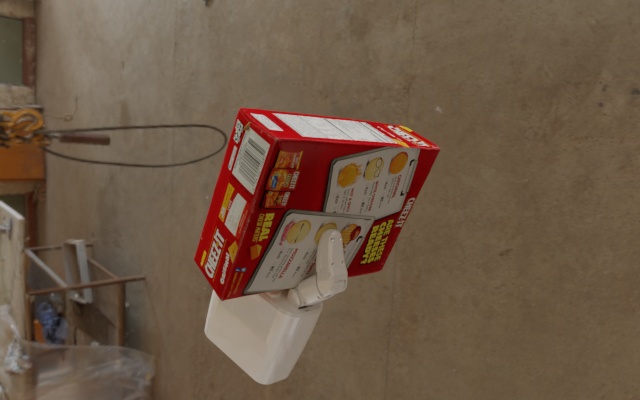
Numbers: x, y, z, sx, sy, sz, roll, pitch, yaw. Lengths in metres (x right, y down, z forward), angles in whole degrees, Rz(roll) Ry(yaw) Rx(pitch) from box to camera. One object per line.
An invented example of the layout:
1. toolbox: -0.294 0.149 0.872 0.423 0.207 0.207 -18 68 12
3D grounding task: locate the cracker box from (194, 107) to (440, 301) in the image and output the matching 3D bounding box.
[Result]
1. cracker box: 0.000 0.002 0.474 0.213 0.164 0.072 -3 35 -42
